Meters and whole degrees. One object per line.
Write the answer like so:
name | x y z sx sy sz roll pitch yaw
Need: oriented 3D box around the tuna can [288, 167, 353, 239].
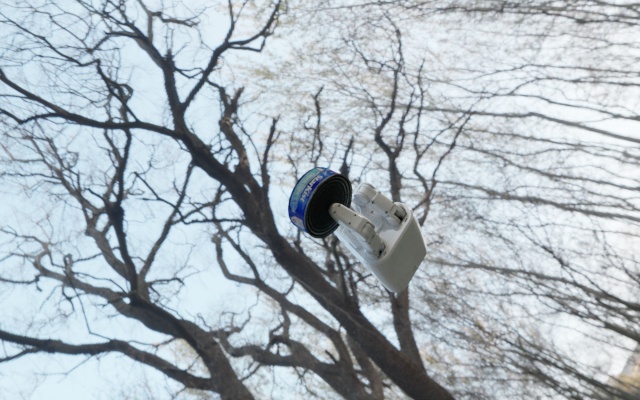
tuna can | 0.000 0.002 0.594 0.033 0.086 0.086 27 17 36
